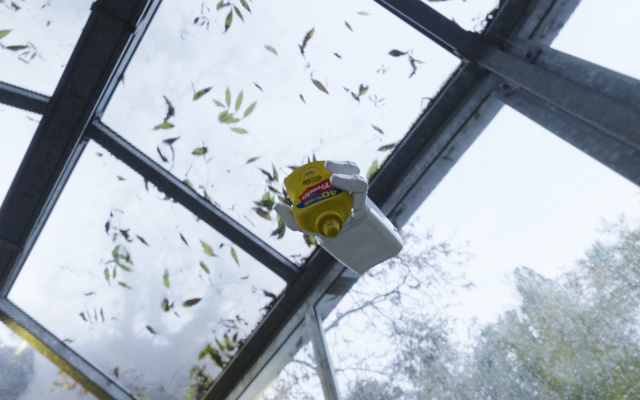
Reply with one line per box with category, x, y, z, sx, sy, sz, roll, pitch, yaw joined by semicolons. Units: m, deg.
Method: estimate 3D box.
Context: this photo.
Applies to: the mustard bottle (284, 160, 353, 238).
mustard bottle;0.000;0.002;0.771;0.096;0.058;0.191;-20;31;-1
